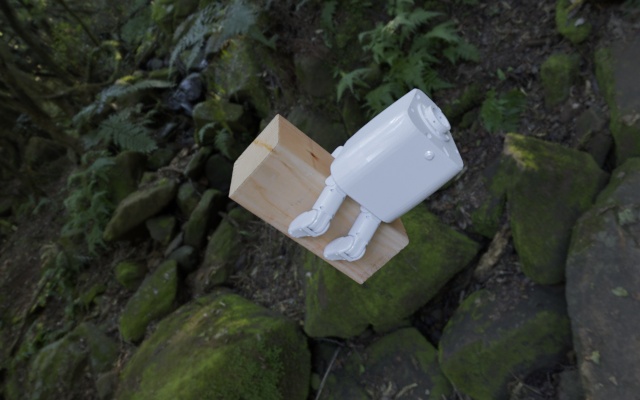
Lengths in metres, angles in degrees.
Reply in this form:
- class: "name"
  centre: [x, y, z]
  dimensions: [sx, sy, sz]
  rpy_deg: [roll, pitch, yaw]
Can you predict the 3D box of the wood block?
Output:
- class: "wood block"
  centre: [0.000, 0.001, 0.591]
  dimensions: [0.206, 0.090, 0.090]
  rpy_deg: [36, 22, -23]
